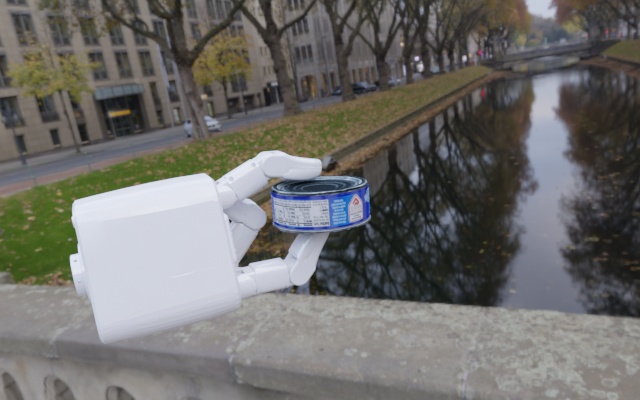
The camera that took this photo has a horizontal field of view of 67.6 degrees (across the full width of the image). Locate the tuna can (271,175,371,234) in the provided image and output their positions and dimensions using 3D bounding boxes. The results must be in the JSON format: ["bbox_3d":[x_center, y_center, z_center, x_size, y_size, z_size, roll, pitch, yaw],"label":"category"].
[{"bbox_3d":[0.000,0.001,0.414,0.086,0.034,0.086,-4,12,1],"label":"tuna can"}]
